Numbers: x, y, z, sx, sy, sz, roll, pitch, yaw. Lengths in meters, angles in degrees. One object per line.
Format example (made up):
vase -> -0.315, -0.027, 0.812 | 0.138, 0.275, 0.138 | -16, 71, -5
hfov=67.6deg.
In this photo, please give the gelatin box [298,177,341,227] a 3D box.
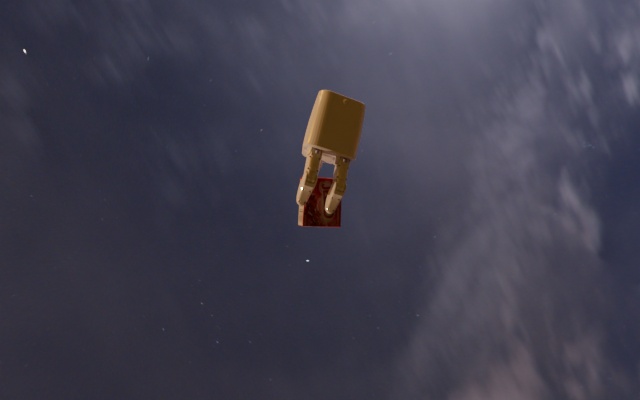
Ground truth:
gelatin box -> 0.000, 0.003, 0.859 | 0.073, 0.089, 0.030 | 2, 2, -20
